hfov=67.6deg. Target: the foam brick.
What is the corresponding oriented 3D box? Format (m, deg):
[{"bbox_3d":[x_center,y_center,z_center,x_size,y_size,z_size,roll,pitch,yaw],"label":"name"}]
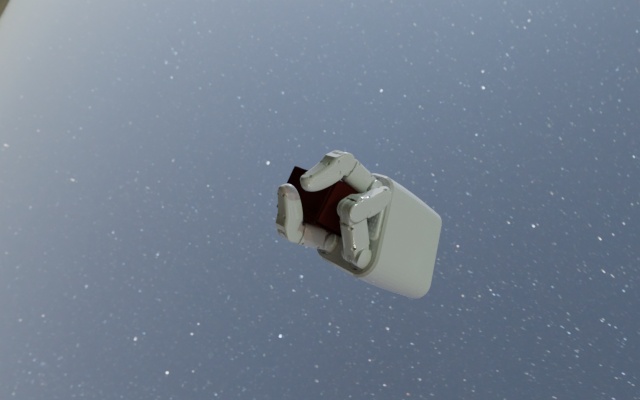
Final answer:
[{"bbox_3d":[0.000,0.002,0.518,0.051,0.053,0.078,28,-4,-38],"label":"foam brick"}]
